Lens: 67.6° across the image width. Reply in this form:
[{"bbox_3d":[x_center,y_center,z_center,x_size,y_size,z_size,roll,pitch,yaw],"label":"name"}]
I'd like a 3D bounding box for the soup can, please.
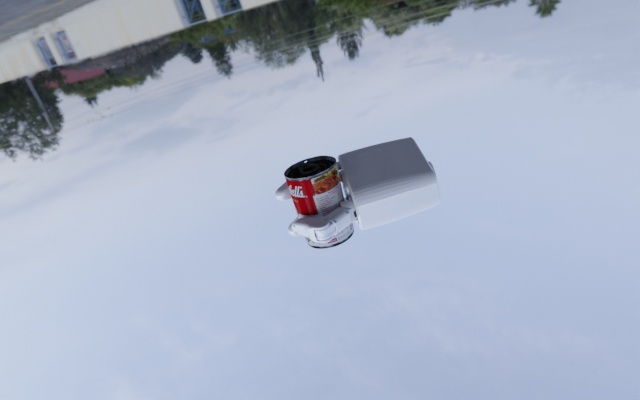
[{"bbox_3d":[0.000,0.002,0.614,0.068,0.102,0.068,-14,24,6],"label":"soup can"}]
